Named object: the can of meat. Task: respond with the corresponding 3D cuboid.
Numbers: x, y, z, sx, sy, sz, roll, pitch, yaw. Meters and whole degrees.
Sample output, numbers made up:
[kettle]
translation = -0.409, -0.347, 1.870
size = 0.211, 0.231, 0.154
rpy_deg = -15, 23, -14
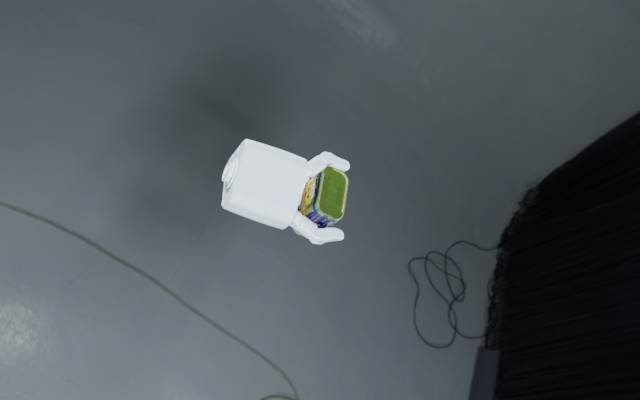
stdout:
[can of meat]
translation = 0.000, 0.003, 0.804
size = 0.057, 0.102, 0.084
rpy_deg = 23, -34, -21
